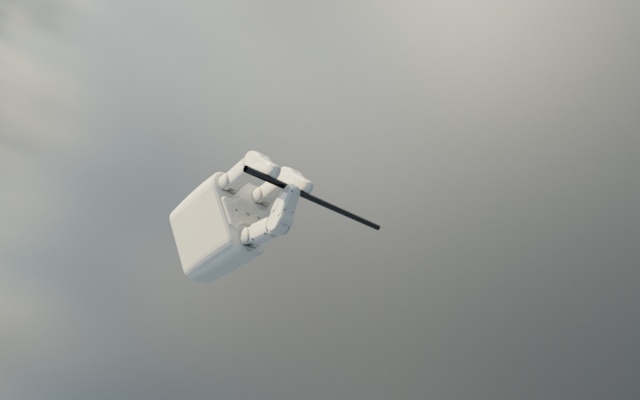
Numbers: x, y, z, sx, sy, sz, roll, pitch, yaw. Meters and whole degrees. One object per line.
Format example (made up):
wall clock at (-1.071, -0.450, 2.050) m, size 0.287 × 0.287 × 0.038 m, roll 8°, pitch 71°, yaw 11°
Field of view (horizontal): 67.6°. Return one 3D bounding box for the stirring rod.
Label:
stirring rod at (0.000, 0.002, 0.599) m, size 0.011 × 0.011 × 0.239 m, roll 0°, pitch -18°, yaw 45°
